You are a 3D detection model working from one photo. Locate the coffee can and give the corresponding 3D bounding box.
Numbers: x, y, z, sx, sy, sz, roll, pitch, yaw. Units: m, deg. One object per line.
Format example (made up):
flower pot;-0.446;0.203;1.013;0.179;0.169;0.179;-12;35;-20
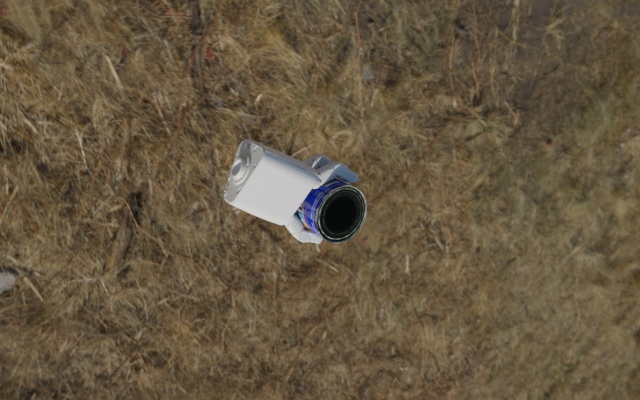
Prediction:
coffee can;0.000;0.003;0.845;0.103;0.103;0.140;0;17;-33
